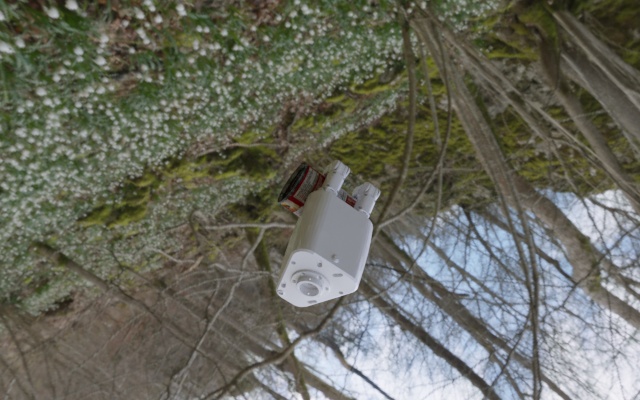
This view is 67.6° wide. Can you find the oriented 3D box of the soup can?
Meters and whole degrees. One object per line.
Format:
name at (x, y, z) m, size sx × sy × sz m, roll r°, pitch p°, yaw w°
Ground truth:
soup can at (0.000, 0.002, 0.677) m, size 0.102 × 0.068 × 0.068 m, roll 34°, pitch -10°, yaw -14°
